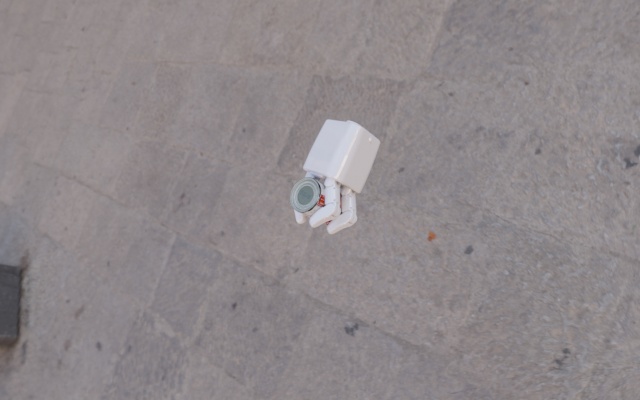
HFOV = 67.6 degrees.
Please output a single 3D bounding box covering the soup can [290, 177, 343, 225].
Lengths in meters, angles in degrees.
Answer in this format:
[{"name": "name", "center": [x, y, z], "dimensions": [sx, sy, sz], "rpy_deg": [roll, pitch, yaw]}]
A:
[{"name": "soup can", "center": [0.000, 0.003, 0.882], "dimensions": [0.068, 0.068, 0.102], "rpy_deg": [0, -16, 35]}]
